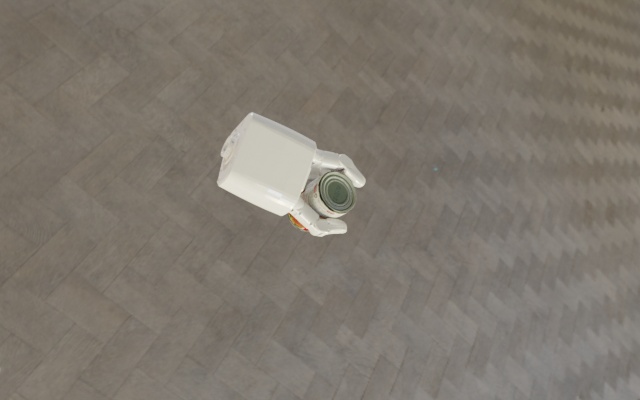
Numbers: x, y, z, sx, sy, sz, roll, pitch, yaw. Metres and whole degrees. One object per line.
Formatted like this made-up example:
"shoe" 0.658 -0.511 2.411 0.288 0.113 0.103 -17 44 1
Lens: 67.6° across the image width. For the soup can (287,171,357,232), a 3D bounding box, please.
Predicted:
"soup can" 0.001 0.003 0.739 0.068 0.068 0.102 0 -18 -34
